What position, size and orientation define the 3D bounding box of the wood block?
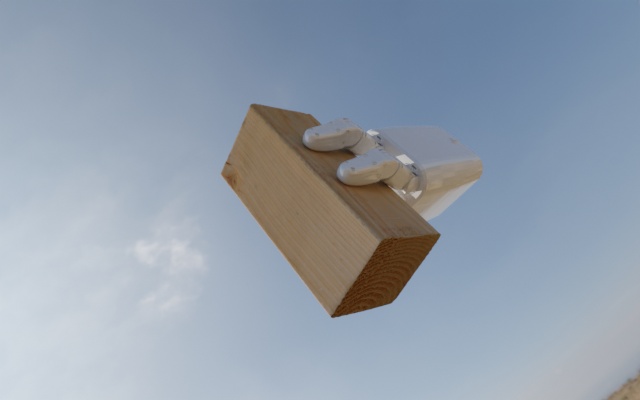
[{"bbox_3d":[0.000,0.002,0.465,0.090,0.091,0.206,0,37,-45],"label":"wood block"}]
